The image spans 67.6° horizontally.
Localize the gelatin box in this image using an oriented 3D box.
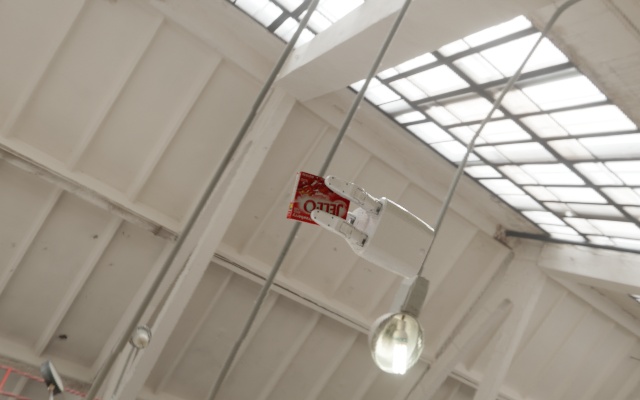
[{"bbox_3d":[0.000,0.002,0.726,0.089,0.073,0.030,15,-6,-16],"label":"gelatin box"}]
